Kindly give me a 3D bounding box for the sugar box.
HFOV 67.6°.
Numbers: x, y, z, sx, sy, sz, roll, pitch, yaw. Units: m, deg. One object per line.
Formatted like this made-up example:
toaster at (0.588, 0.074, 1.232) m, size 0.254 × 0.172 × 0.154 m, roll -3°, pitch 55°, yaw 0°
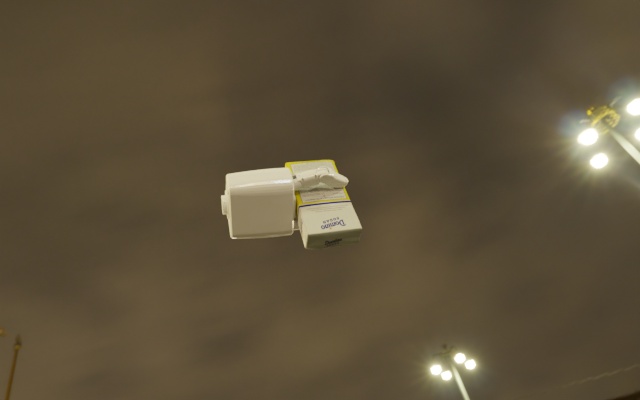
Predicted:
sugar box at (0.000, 0.003, 0.818) m, size 0.093 × 0.176 × 0.048 m, roll -5°, pitch -42°, yaw -14°
